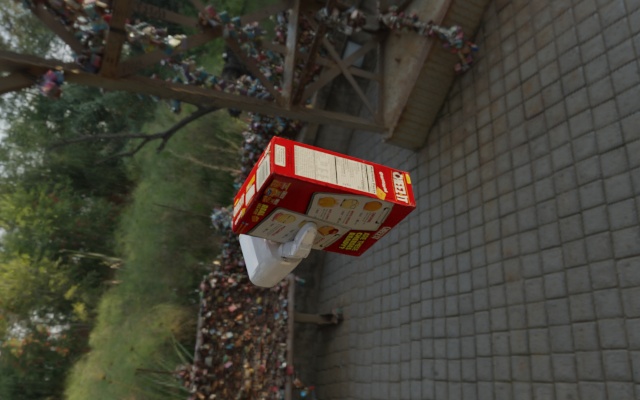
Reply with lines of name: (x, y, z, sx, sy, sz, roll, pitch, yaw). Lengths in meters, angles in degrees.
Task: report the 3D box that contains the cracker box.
cracker box: (0.000, 0.002, 0.688, 0.214, 0.072, 0.164, 12, -36, -23)
